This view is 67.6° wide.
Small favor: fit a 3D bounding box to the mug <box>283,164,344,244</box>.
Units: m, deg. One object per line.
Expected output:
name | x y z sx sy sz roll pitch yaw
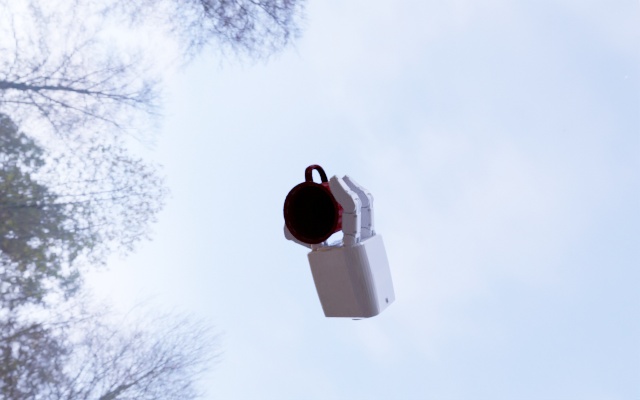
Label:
mug | 0.000 0.001 0.729 0.093 0.117 0.081 -12 0 28
